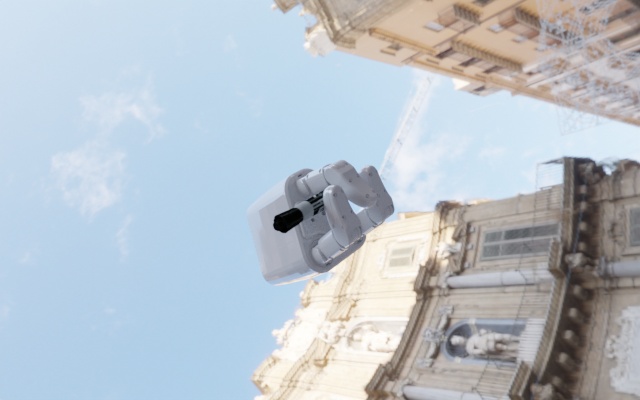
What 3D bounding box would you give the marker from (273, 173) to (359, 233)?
[{"bbox_3d":[0.000,0.002,0.471,0.020,0.020,0.121,0,22,46],"label":"marker"}]
